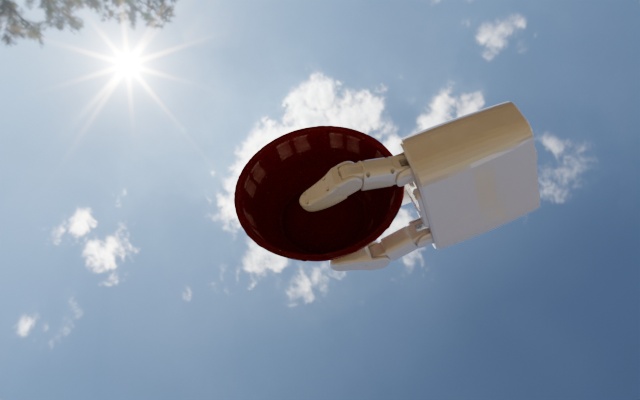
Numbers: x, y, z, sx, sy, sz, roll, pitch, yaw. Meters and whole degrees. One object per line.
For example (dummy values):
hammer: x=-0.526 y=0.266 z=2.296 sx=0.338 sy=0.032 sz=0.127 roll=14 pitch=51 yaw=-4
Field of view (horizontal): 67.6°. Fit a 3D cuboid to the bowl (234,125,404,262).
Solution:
bowl: x=-0.001 y=0.002 z=0.471 sx=0.162 sy=0.162 sz=0.055 roll=0 pitch=-37 yaw=8
